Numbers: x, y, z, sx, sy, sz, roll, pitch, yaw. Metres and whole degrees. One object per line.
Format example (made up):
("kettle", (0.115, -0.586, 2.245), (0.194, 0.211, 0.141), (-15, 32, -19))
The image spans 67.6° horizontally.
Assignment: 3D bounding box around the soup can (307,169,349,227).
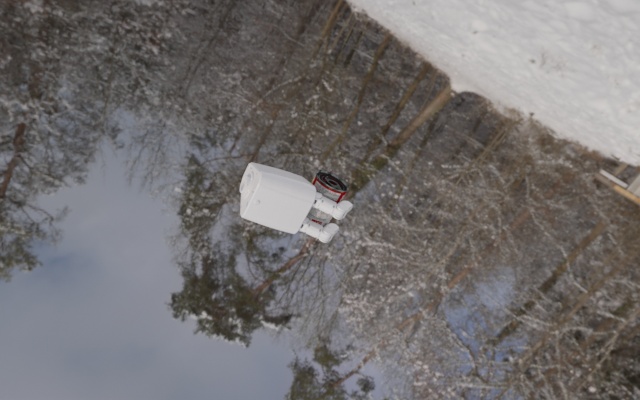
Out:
("soup can", (0.000, 0.003, 0.892), (0.068, 0.102, 0.068), (24, 25, -12))
